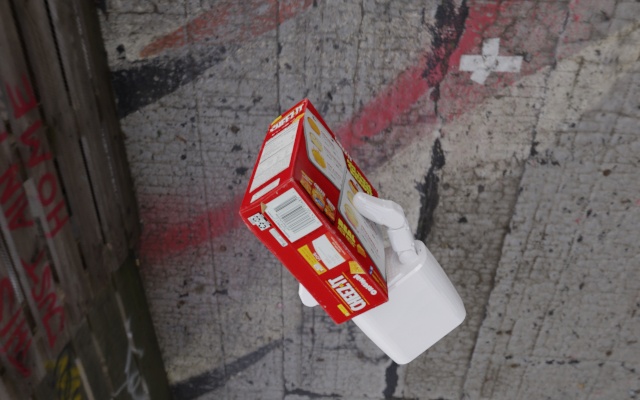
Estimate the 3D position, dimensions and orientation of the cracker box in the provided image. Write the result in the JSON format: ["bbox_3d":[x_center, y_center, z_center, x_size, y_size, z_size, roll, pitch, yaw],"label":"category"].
[{"bbox_3d":[0.000,0.002,0.530,0.072,0.164,0.213,-30,25,18],"label":"cracker box"}]
